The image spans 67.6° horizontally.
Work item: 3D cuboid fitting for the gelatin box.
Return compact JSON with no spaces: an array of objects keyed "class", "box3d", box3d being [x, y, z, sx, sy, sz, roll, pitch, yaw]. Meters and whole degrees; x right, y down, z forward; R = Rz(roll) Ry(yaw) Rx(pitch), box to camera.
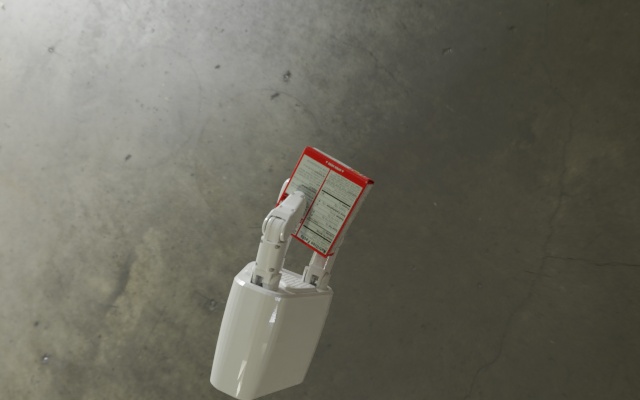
[{"class":"gelatin box","box3d":[0.000,0.001,0.480,0.073,0.089,0.030,31,12,17]}]
